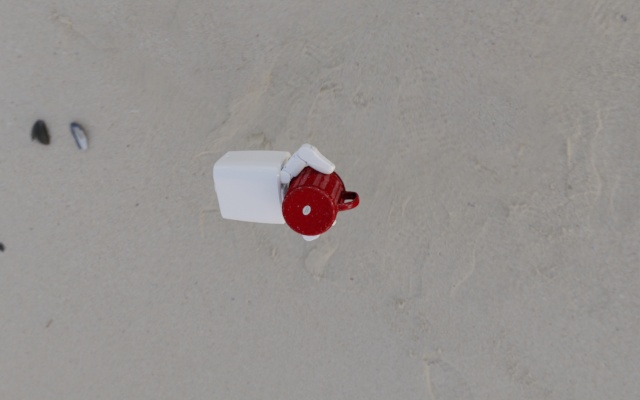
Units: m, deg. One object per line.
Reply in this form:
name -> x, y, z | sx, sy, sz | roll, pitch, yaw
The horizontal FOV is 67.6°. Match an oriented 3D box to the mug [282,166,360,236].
mug -> 0.002, 0.003, 0.719 | 0.117, 0.093, 0.081 | 1, 22, 9
